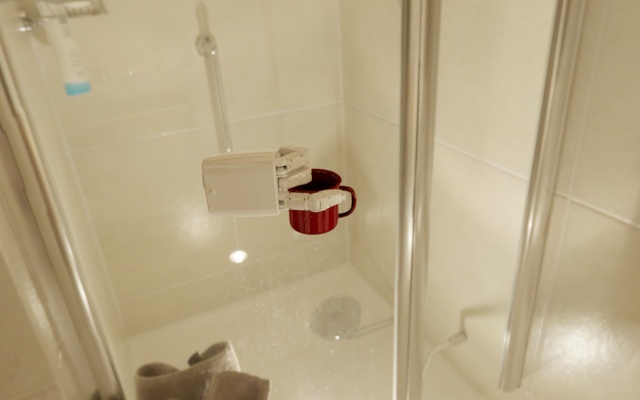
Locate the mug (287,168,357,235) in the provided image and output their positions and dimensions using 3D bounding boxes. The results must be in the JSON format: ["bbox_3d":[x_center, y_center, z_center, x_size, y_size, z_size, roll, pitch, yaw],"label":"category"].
[{"bbox_3d":[0.002,0.003,0.776,0.117,0.081,0.093,-1,27,0],"label":"mug"}]
